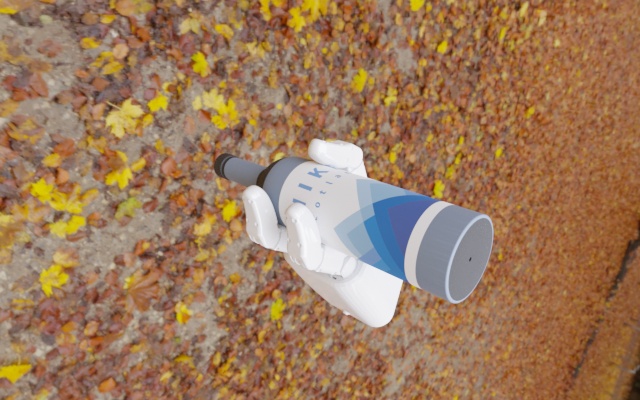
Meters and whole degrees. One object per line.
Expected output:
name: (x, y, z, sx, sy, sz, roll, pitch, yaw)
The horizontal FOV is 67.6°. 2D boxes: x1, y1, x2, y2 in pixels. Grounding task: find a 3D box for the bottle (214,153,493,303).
bottle: (0.000, 0.001, 0.428, 0.295, 0.069, 0.069, 21, 14, 40)
